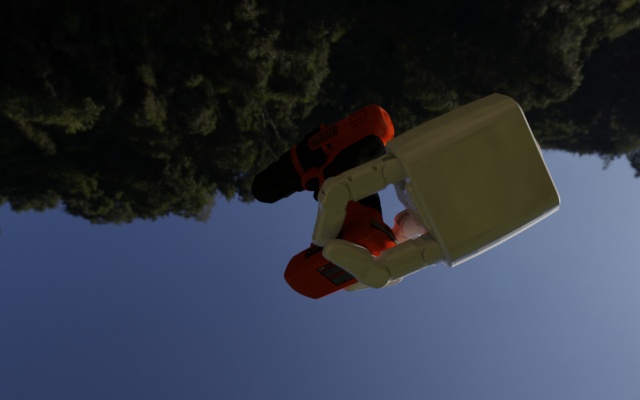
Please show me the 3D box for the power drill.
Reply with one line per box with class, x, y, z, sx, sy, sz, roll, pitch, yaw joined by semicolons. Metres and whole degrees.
power drill;0.000;0.002;0.491;0.184;0.187;0.057;-29;-47;24
